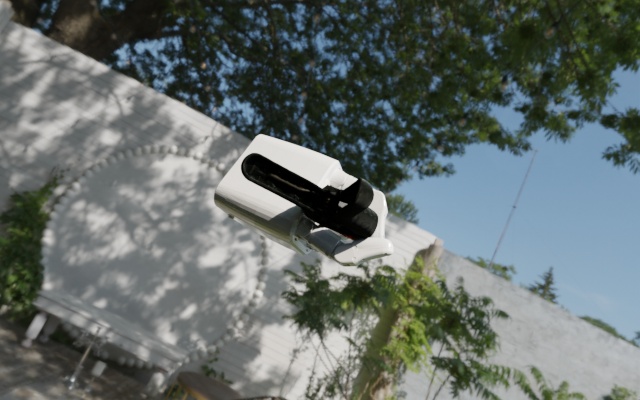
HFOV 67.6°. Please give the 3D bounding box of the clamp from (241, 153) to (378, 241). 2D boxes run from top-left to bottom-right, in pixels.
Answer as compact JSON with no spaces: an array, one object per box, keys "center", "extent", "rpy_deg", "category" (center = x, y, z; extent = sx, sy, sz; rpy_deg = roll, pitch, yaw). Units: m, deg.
[{"center":[0.000,0.001,0.452],"extent":[0.120,0.039,0.171],"rpy_deg":[23,-12,18],"category":"clamp"}]
